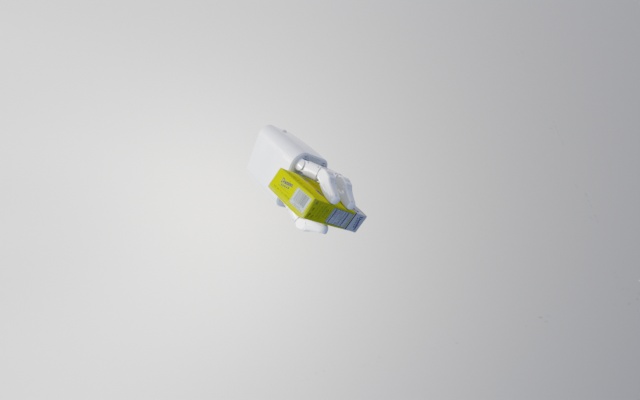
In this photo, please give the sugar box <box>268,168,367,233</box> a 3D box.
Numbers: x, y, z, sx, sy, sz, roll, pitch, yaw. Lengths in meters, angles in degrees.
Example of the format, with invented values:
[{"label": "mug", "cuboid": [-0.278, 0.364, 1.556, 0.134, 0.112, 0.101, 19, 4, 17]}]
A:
[{"label": "sugar box", "cuboid": [0.000, 0.002, 0.818, 0.093, 0.048, 0.176, 43, 16, 31]}]
